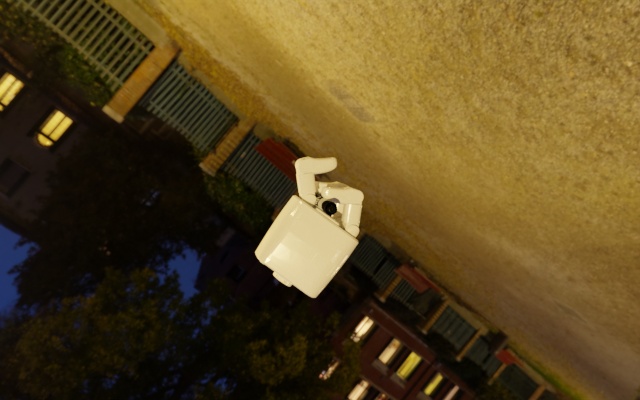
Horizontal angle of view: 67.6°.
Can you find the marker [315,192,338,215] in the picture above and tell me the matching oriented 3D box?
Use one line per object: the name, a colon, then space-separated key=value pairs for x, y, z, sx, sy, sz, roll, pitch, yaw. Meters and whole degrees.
marker: x=0.000 y=0.002 z=0.691 sx=0.020 sy=0.020 sz=0.121 roll=0 pitch=9 yaw=-15
